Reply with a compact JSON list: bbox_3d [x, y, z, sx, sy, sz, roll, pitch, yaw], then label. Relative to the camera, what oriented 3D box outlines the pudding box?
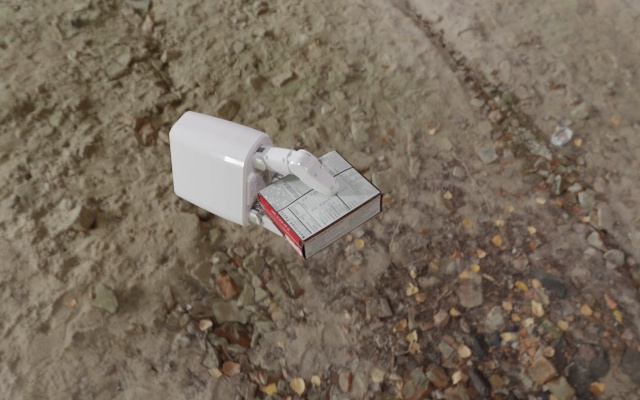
[{"bbox_3d":[0.000,0.002,0.536,0.113,0.090,0.039,-31,-33,-19],"label":"pudding box"}]
